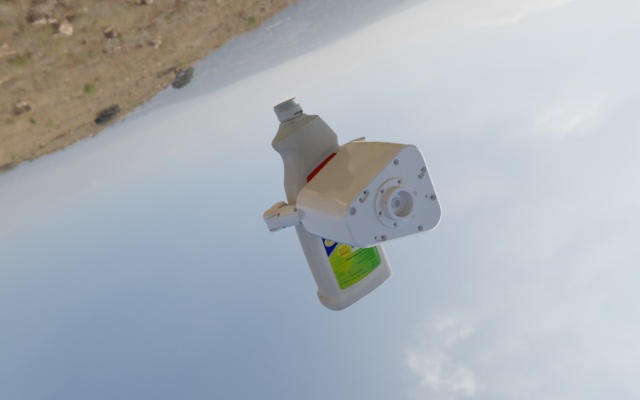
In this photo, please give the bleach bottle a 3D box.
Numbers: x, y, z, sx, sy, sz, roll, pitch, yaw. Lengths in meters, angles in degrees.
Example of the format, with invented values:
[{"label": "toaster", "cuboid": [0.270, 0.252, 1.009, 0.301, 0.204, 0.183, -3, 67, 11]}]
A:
[{"label": "bleach bottle", "cuboid": [0.000, 0.002, 0.578, 0.102, 0.251, 0.068, -30, 18, -19]}]
